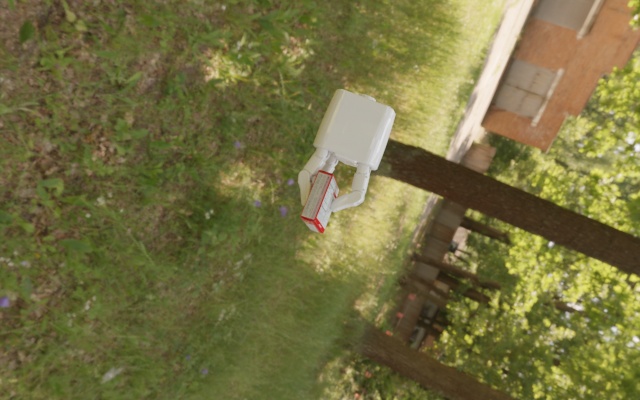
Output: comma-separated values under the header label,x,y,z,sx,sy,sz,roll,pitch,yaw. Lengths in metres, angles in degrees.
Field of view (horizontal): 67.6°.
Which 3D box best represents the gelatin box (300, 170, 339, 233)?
label,x,y,z,sx,sy,sz,roll,pitch,yaw
gelatin box,0.000,0.003,0.809,0.030,0.089,0.073,16,-15,16
